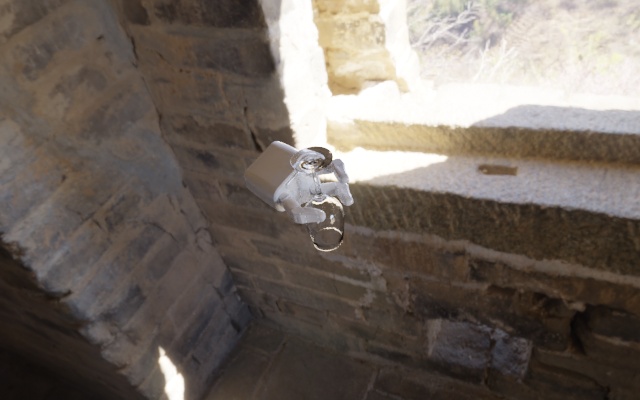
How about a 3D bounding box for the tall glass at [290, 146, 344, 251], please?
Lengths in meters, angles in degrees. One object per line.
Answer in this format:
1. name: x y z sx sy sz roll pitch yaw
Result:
1. tall glass: 0.000 0.002 0.873 0.079 0.201 0.079 -7 41 6
